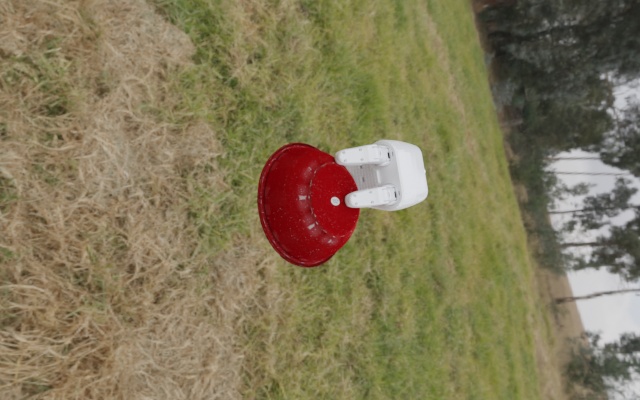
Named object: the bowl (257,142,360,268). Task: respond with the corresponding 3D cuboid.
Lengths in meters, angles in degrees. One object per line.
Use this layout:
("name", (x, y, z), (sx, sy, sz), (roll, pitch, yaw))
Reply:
("bowl", (0.000, 0.002, 0.596), (0.055, 0.162, 0.162), (-10, -7, 44))
